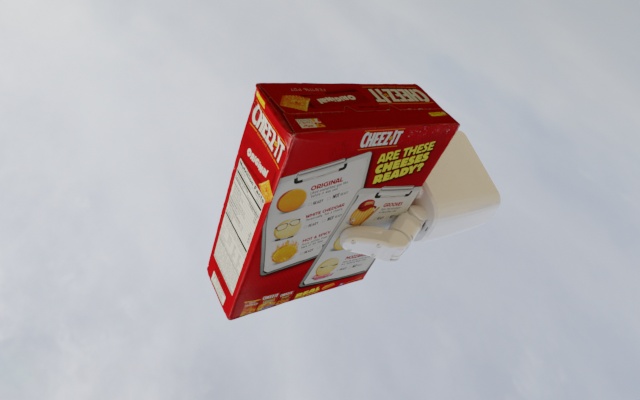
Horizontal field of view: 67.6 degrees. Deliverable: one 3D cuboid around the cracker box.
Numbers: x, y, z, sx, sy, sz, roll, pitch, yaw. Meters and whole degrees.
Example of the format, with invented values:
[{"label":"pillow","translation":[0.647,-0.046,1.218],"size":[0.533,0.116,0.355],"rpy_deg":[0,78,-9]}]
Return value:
[{"label":"cracker box","translation":[0.000,0.002,0.427],"size":[0.164,0.214,0.072],"rpy_deg":[-10,49,-34]}]
